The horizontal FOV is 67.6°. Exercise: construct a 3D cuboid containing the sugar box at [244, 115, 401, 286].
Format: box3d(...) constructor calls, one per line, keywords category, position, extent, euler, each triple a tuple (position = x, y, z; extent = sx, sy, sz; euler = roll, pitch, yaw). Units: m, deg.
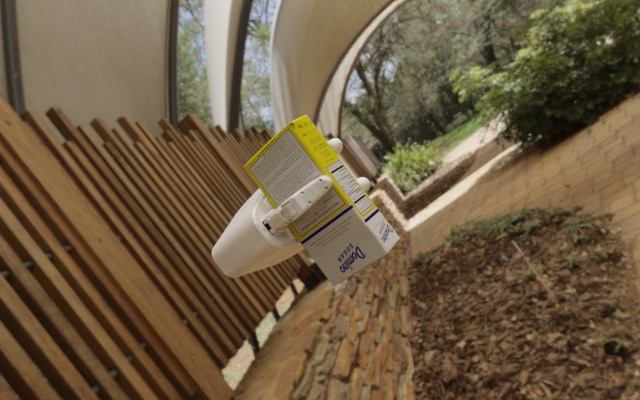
box3d(category="sugar box", position=(0.000, 0.002, 0.542), extent=(0.093, 0.176, 0.048), euler=(-37, 1, 37))
